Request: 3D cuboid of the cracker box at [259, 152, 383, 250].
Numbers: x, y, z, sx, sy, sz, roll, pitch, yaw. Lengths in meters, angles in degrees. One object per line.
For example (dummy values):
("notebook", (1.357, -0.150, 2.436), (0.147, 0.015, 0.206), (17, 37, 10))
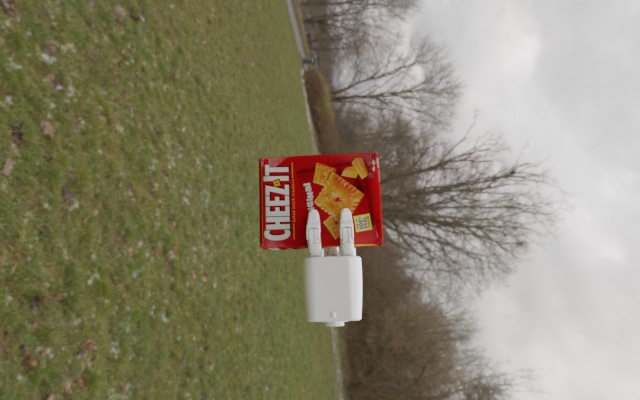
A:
("cracker box", (0.000, 0.003, 0.851), (0.214, 0.164, 0.072), (-2, -9, 3))
